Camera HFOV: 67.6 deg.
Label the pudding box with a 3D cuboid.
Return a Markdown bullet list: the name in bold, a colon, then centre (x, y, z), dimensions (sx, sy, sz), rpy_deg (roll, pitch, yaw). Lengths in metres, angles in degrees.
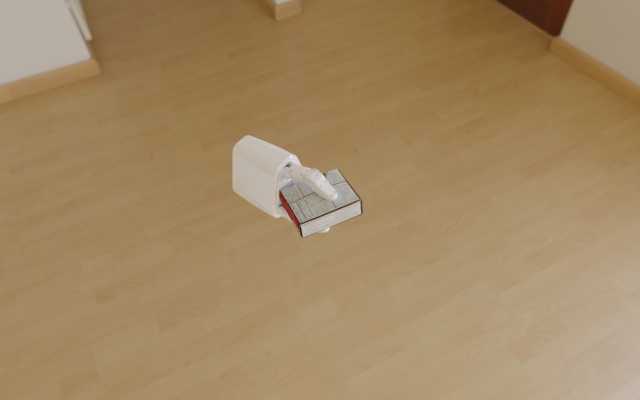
- **pudding box**: centre (0.000, 0.002, 0.782), dimensions (0.113, 0.039, 0.090), rpy_deg (-22, 49, -12)
